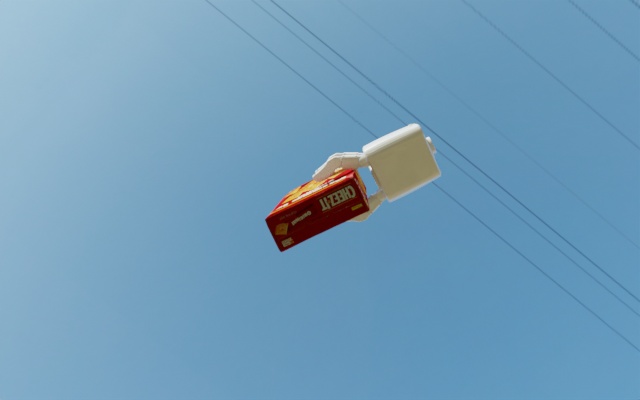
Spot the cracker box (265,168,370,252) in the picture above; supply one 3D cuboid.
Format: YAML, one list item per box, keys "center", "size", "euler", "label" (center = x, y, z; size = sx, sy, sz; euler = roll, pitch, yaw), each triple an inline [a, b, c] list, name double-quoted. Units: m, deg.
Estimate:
- center: [0.000, 0.003, 0.868]
  size: [0.164, 0.072, 0.213]
  euler: [-26, 7, 9]
  label: "cracker box"
